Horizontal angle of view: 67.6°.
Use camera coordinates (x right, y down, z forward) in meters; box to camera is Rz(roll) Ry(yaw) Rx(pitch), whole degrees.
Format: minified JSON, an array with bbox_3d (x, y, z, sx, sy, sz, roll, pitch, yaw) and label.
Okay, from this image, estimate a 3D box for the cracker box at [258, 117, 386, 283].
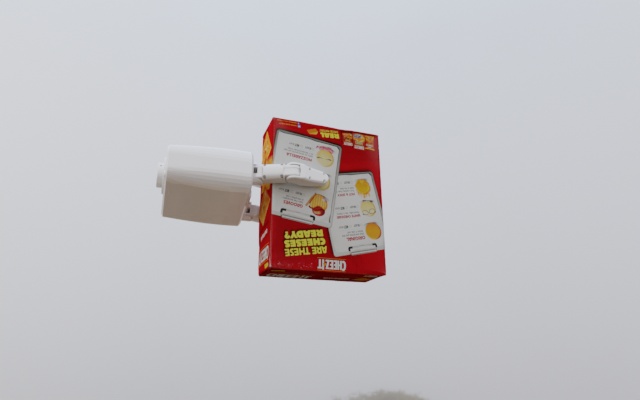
[{"bbox_3d":[0.000,0.002,0.672,0.164,0.213,0.072,7,-21,-19],"label":"cracker box"}]
